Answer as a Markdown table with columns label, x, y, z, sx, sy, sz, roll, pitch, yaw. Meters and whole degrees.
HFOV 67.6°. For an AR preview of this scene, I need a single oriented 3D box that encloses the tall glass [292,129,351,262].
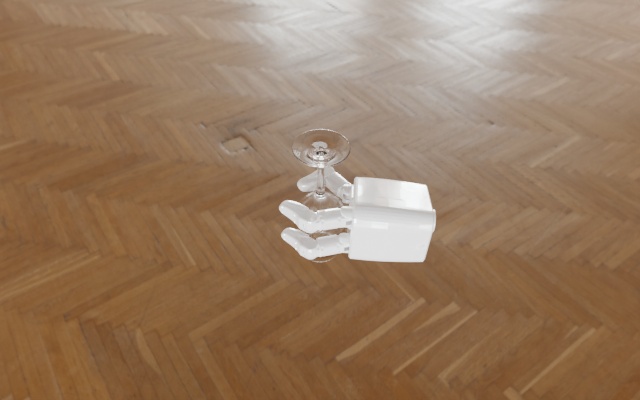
| label | x | y | z | sx | sy | sz | roll | pitch | yaw |
| --- | --- | --- | --- | --- | --- | --- | --- | --- | --- |
| tall glass | 0.000 | 0.002 | 0.672 | 0.079 | 0.079 | 0.201 | 0 | -44 | -1 |
